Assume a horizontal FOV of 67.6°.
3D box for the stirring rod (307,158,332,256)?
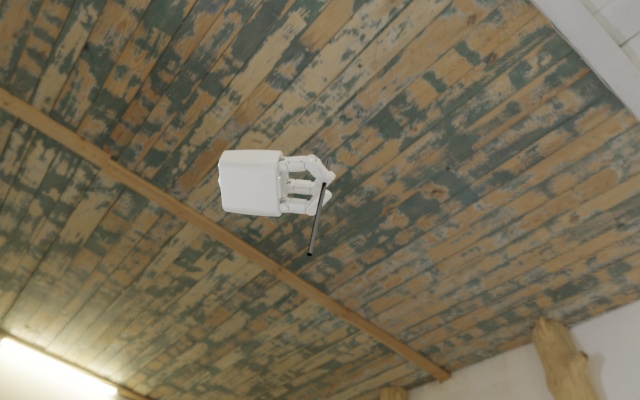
[{"bbox_3d":[0.000,0.003,0.802,0.011,0.011,0.239,0,41,11],"label":"stirring rod"}]
